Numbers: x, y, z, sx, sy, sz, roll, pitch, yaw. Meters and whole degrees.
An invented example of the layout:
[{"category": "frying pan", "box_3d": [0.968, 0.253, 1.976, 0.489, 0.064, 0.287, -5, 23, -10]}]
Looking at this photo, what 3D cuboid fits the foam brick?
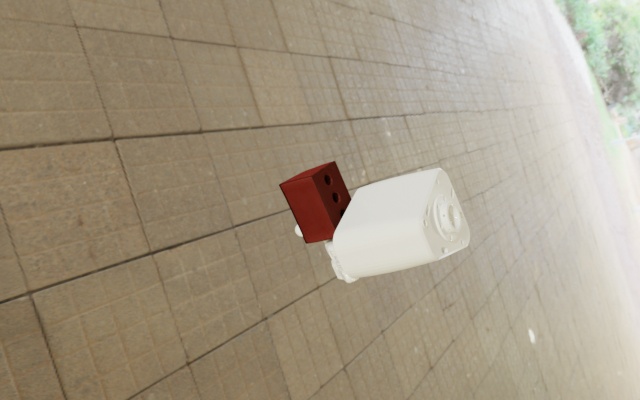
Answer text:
[{"category": "foam brick", "box_3d": [0.000, 0.002, 0.551, 0.051, 0.078, 0.053, -16, 13, 40]}]
